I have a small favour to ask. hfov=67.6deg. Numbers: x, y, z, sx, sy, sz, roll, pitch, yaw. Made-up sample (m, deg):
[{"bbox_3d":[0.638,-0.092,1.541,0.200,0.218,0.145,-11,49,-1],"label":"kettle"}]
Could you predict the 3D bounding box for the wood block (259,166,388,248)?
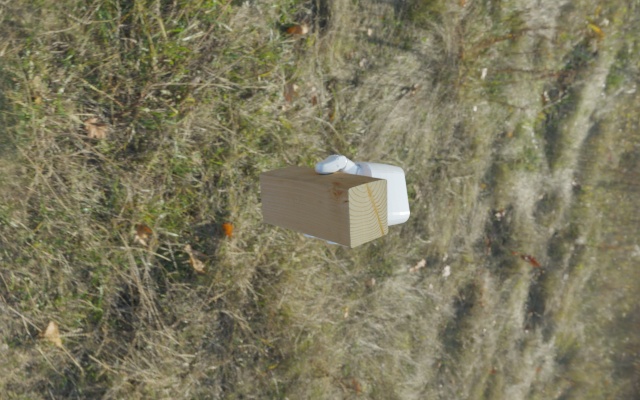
[{"bbox_3d":[0.000,0.002,0.775,0.090,0.091,0.206,-15,19,-42],"label":"wood block"}]
